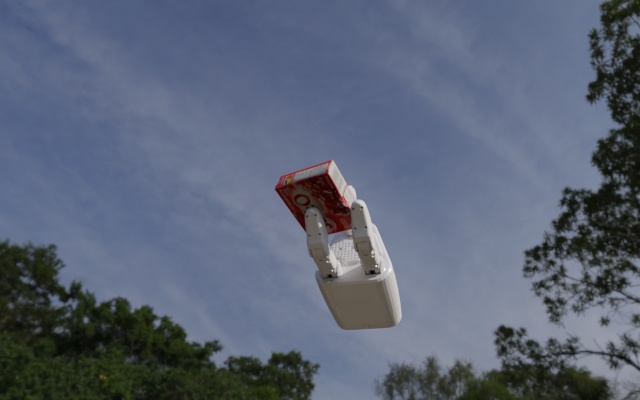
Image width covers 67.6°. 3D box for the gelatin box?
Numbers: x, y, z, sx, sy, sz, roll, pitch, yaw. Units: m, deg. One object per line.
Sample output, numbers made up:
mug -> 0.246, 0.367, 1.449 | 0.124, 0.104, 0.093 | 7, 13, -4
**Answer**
gelatin box -> 0.000, 0.001, 0.571 | 0.073, 0.089, 0.030 | -15, 35, 27
